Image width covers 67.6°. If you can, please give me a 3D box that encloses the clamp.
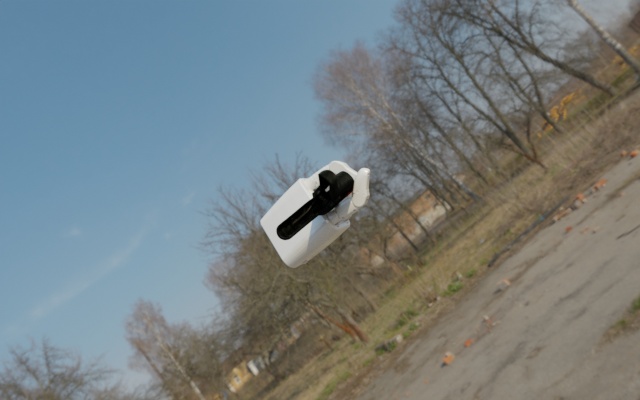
[{"bbox_3d":[0.000,0.002,0.697,0.120,0.039,0.171,-43,-11,17],"label":"clamp"}]
